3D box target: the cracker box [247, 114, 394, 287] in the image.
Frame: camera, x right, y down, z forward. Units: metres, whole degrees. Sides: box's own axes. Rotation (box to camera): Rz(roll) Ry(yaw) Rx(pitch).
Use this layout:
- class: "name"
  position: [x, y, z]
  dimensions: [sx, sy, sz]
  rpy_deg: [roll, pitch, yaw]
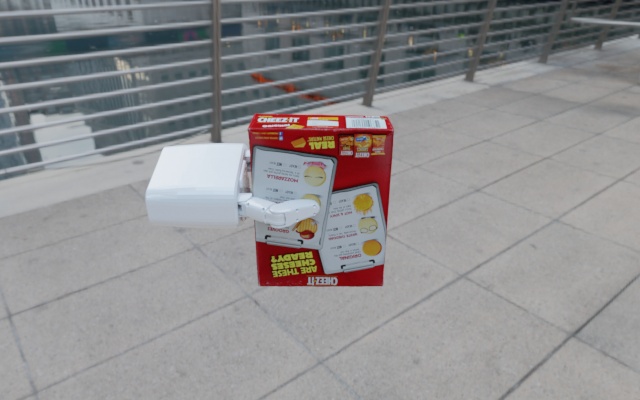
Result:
- class: "cracker box"
  position: [0.000, 0.002, 0.596]
  dimensions: [0.164, 0.214, 0.072]
  rpy_deg: [0, 27, 1]
